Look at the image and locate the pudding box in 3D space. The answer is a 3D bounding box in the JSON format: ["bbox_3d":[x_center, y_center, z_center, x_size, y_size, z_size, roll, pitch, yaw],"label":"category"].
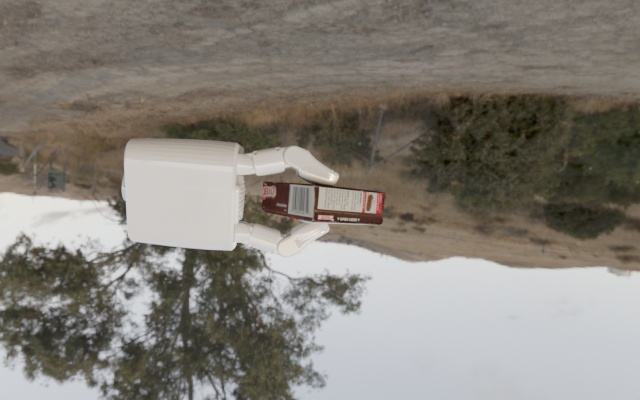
[{"bbox_3d":[0.000,0.002,0.515,0.090,0.039,0.113,4,4,-33],"label":"pudding box"}]
